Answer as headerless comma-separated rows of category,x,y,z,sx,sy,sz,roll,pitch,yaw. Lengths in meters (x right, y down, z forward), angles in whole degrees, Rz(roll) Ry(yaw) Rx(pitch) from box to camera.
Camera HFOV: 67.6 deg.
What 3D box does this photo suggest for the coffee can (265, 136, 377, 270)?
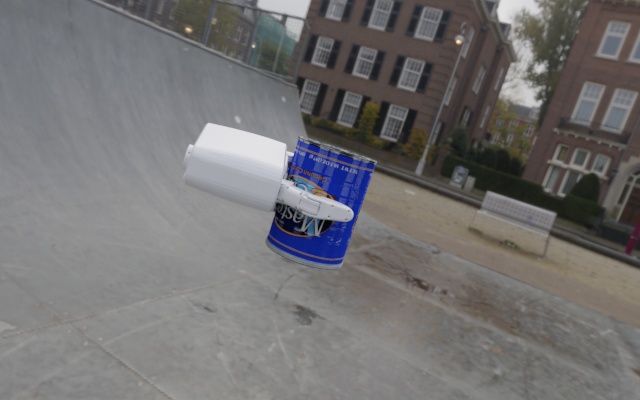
coffee can,0.000,0.002,0.599,0.103,0.140,0.103,18,9,-3
